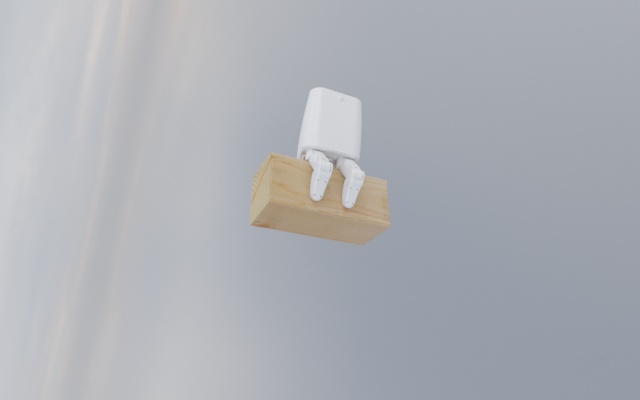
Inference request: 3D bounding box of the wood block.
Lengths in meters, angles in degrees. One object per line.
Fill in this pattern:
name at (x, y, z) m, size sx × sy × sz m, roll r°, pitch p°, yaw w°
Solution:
wood block at (0.000, 0.002, 0.773) m, size 0.206 × 0.090 × 0.091 m, roll 12°, pitch -30°, yaw -23°
